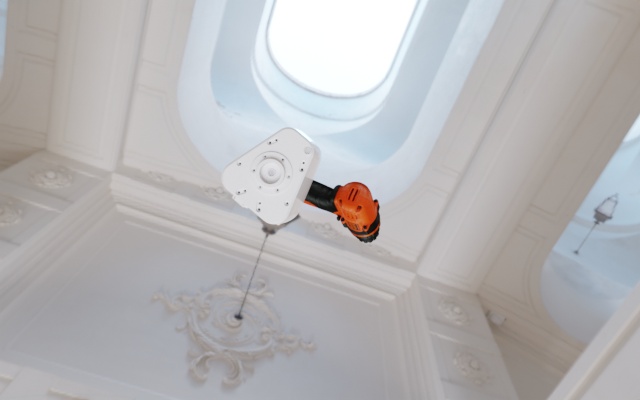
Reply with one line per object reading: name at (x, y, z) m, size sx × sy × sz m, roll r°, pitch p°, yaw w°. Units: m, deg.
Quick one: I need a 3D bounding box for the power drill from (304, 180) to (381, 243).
power drill at (0.000, 0.002, 0.720) m, size 0.187 × 0.057 × 0.184 m, roll 17°, pitch -17°, yaw 17°
